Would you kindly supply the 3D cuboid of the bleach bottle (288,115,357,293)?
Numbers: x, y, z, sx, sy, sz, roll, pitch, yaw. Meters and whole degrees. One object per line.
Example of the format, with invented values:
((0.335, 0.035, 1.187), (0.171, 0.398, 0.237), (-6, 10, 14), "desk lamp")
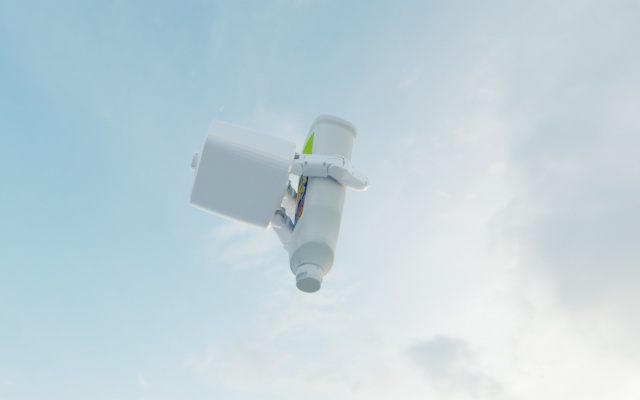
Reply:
((0.000, 0.002, 0.610), (0.068, 0.250, 0.103), (17, -47, -10), "bleach bottle")
